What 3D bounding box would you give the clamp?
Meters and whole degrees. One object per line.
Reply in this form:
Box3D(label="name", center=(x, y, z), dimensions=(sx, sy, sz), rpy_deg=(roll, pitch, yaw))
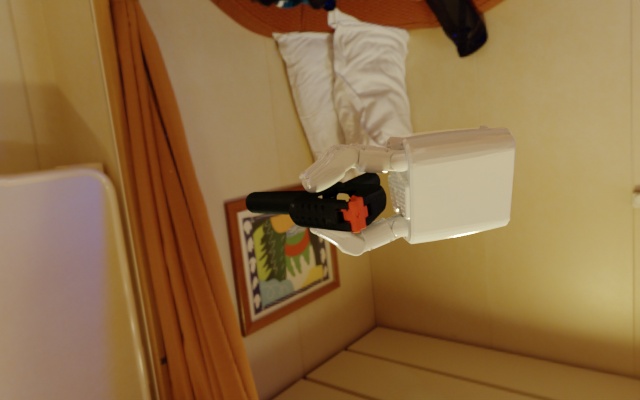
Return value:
Box3D(label="clamp", center=(0.000, 0.002, 0.491), dimensions=(0.164, 0.036, 0.210), rpy_deg=(-10, 9, -4))
